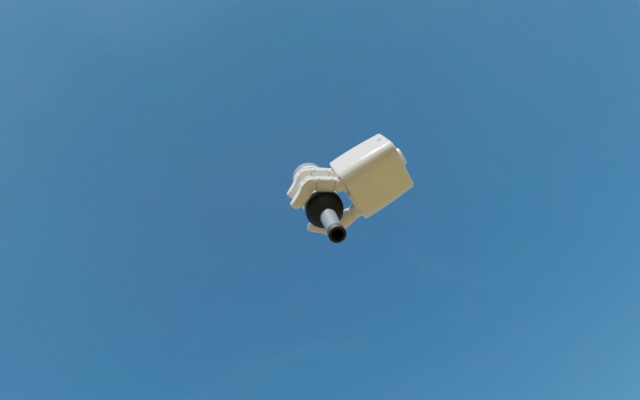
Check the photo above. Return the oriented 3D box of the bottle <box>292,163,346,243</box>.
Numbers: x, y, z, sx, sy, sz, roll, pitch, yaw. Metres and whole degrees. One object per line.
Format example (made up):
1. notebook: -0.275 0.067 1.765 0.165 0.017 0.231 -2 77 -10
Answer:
1. bottle: 0.000 0.003 0.845 0.069 0.069 0.295 0 19 -10
